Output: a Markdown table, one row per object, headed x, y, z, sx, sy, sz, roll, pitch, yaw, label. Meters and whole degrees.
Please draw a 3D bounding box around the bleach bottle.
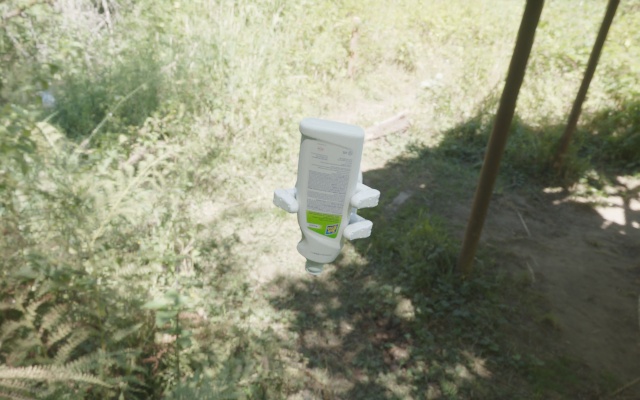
| x | y | z | sx | sy | sz | roll | pitch | yaw | label |
| --- | --- | --- | --- | --- | --- | --- | --- | --- | --- |
| 0.000 | 0.002 | 0.756 | 0.102 | 0.251 | 0.068 | 11 | 23 | 1 | bleach bottle |
